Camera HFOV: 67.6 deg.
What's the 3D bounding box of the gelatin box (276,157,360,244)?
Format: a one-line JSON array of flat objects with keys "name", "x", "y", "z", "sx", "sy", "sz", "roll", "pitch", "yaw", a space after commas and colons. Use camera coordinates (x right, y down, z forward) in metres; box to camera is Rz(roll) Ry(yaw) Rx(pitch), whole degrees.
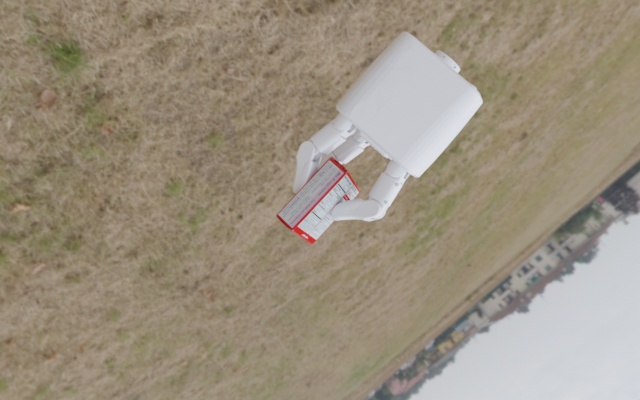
[{"name": "gelatin box", "x": 0.000, "y": 0.002, "z": 0.536, "sx": 0.030, "sy": 0.089, "sz": 0.073, "roll": 42, "pitch": -1, "yaw": 23}]
